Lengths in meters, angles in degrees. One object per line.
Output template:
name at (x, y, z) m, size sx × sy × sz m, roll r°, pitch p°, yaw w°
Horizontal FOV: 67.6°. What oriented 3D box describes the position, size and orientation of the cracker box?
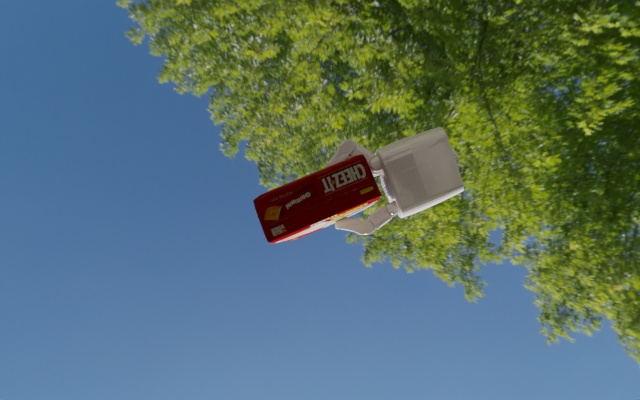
cracker box at (0.000, 0.003, 0.731) m, size 0.164 × 0.072 × 0.214 m, roll -23°, pitch -5°, yaw 2°
